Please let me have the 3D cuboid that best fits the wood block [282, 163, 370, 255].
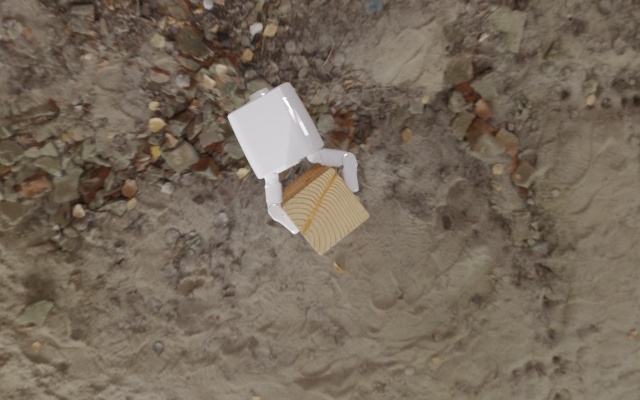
[{"bbox_3d":[0.000,0.002,0.749,0.091,0.090,0.206,-38,8,1],"label":"wood block"}]
